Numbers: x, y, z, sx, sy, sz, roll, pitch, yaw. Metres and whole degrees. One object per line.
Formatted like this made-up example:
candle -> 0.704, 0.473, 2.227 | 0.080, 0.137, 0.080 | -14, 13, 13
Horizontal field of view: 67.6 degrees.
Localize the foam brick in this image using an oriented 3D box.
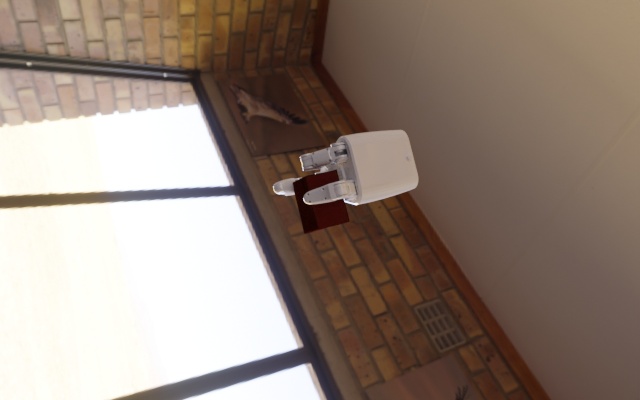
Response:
foam brick -> 0.000, 0.003, 0.675 | 0.051, 0.078, 0.053 | -12, -3, -27
